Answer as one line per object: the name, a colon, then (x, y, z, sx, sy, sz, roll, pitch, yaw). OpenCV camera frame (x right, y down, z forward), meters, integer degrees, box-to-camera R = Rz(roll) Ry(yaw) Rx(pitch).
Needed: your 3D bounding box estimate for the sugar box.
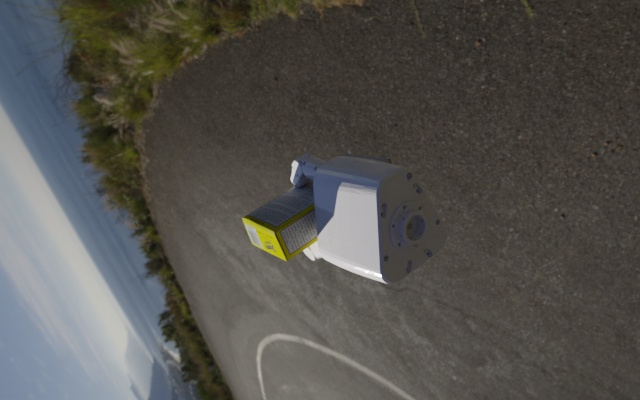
sugar box: (0.000, 0.002, 0.585, 0.176, 0.048, 0.093, -30, 23, -25)
